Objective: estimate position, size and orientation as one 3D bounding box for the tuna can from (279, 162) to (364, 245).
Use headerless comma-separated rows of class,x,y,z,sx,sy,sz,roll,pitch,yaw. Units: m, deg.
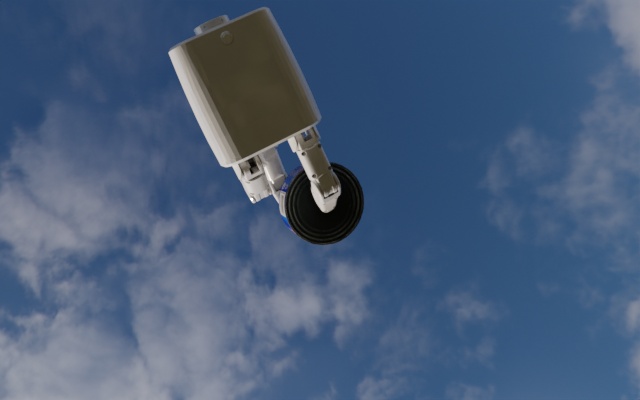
tuna can,0.000,0.002,0.501,0.086,0.086,0.033,0,7,-18
